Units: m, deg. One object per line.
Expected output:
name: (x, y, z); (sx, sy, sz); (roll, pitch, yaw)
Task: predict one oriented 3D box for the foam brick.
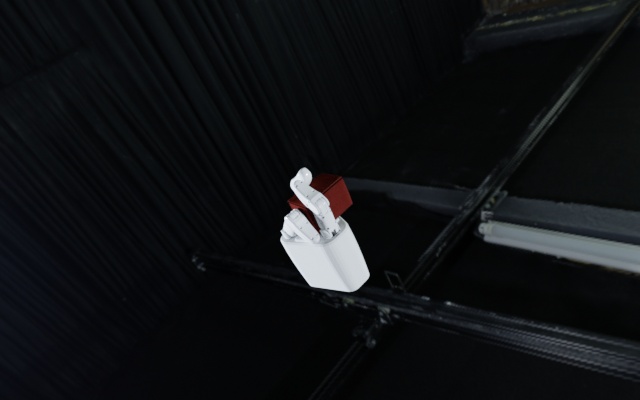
foam brick: (0.000, 0.002, 0.730); (0.078, 0.051, 0.053); (-41, 32, -23)
